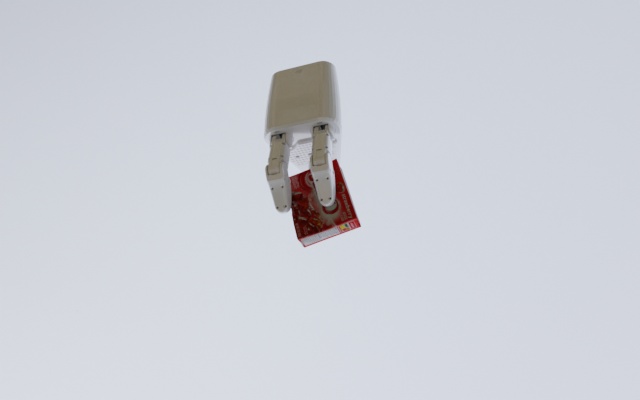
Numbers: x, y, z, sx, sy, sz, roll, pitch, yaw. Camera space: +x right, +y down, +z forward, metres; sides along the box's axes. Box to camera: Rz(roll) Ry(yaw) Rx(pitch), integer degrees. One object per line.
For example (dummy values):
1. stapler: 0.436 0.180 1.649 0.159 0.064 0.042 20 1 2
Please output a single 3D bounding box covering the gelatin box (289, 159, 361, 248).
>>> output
1. gelatin box: 0.000 0.002 0.568 0.073 0.089 0.030 -20 -31 7
